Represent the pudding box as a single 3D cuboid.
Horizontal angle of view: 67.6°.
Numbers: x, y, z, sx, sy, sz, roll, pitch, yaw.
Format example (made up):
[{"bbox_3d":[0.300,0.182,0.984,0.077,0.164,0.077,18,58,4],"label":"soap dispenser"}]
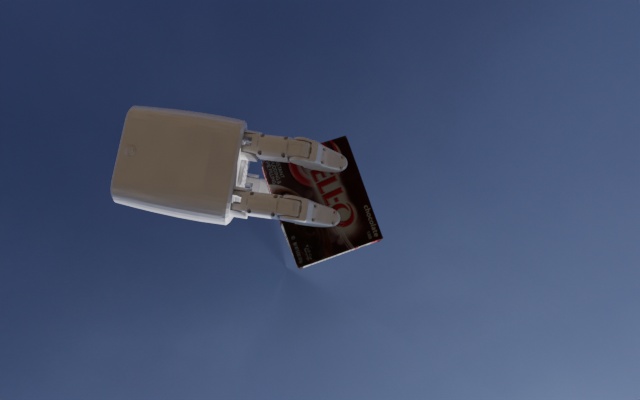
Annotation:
[{"bbox_3d":[0.000,0.002,0.478,0.090,0.113,0.039,-19,-5,-9],"label":"pudding box"}]
